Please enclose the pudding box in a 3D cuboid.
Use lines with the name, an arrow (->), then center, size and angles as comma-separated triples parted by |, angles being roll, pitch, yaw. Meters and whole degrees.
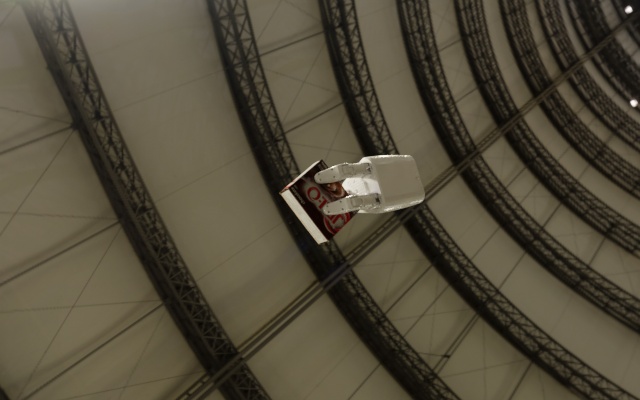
pudding box -> 0.000, 0.003, 0.797 | 0.090, 0.113, 0.039 | -43, 8, -34
